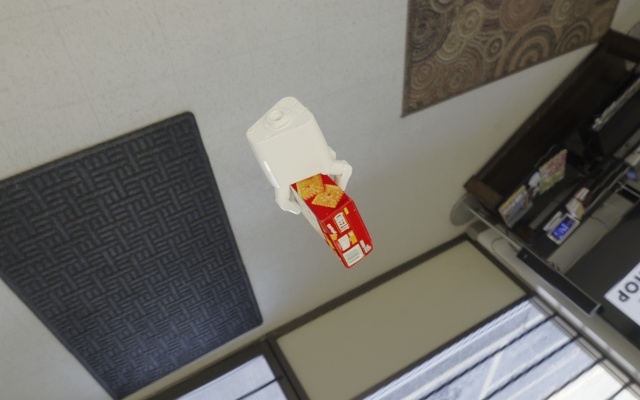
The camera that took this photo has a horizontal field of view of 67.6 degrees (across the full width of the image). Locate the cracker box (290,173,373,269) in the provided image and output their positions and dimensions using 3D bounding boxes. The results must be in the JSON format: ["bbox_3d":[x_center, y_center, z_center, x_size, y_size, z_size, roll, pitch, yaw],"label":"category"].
[{"bbox_3d":[0.000,0.003,0.895,0.072,0.164,0.213,-35,48,-6],"label":"cracker box"}]
